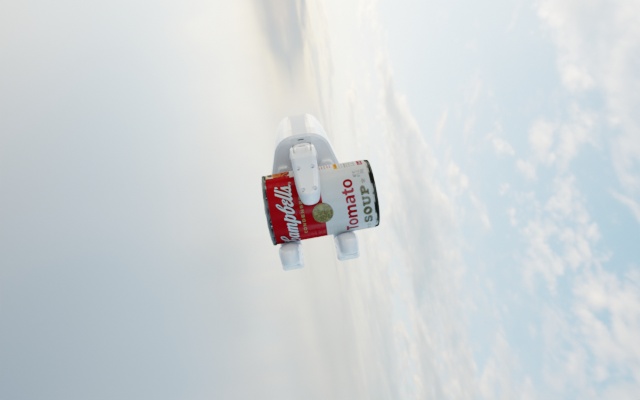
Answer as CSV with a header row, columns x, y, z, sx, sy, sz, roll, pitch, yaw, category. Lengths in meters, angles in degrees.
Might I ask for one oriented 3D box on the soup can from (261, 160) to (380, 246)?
x,y,z,sx,sy,sz,roll,pitch,yaw,category
0.000,0.002,0.456,0.102,0.068,0.068,-10,0,-1,soup can
